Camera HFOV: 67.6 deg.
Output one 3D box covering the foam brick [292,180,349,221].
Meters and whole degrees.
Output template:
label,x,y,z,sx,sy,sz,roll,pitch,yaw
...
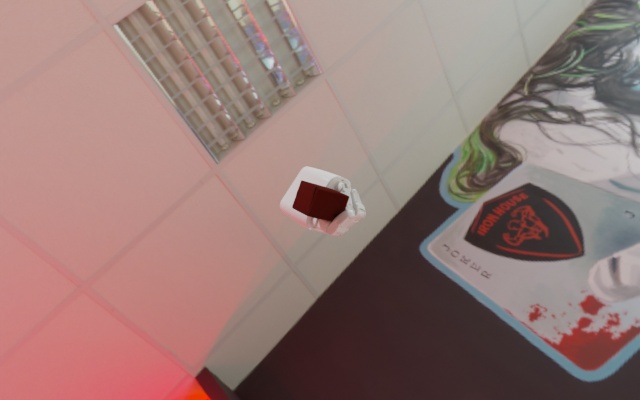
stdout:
label,x,y,z,sx,sy,sz,roll,pitch,yaw
foam brick,0.000,0.003,0.829,0.078,0.053,0.051,15,7,-39
